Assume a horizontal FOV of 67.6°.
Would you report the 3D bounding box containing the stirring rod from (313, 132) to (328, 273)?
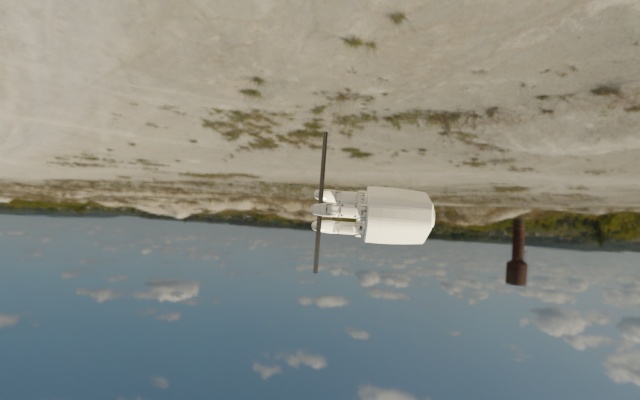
[{"bbox_3d":[0.000,0.003,0.811,0.011,0.239,0.011,4,-3,0],"label":"stirring rod"}]
